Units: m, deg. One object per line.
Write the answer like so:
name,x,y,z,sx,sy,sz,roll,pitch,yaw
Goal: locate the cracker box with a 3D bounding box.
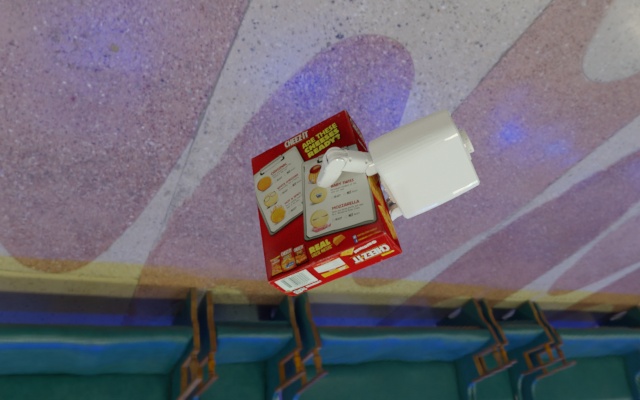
cracker box,0.000,0.002,0.653,0.164,0.213,0.072,-25,-38,15
